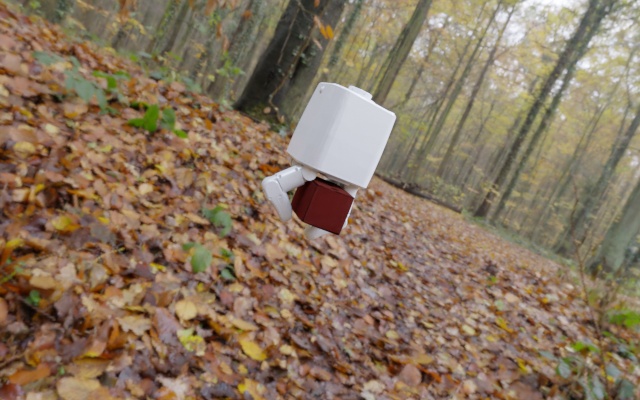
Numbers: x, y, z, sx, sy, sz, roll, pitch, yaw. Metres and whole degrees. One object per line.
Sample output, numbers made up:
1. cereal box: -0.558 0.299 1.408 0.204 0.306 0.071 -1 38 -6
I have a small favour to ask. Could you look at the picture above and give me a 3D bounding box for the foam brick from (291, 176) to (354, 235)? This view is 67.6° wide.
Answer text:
1. foam brick: 0.000 0.002 0.608 0.053 0.051 0.078 21 9 -20
